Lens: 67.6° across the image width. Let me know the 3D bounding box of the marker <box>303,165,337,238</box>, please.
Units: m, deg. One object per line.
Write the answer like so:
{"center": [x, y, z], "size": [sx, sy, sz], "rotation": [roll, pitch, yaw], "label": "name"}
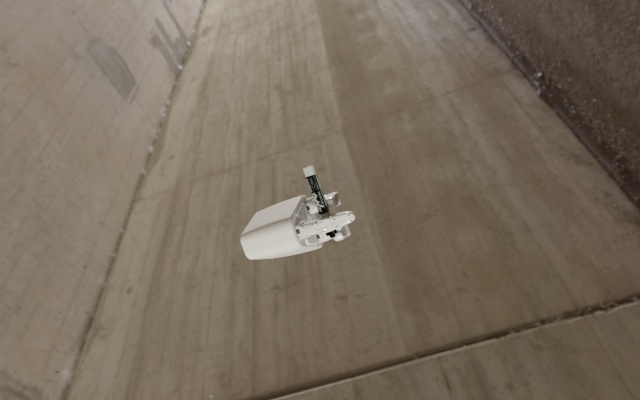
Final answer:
{"center": [0.000, 0.002, 0.763], "size": [0.020, 0.121, 0.020], "rotation": [-19, 5, 2], "label": "marker"}
